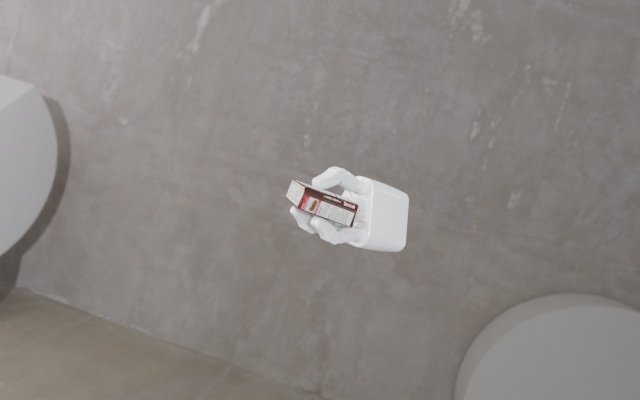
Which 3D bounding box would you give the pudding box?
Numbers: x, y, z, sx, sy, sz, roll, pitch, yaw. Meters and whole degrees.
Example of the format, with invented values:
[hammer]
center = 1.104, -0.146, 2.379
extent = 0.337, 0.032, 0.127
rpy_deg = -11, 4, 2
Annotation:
[pudding box]
center = 0.000, 0.002, 0.735
extent = 0.090, 0.039, 0.113
rpy_deg = 19, 2, -14
